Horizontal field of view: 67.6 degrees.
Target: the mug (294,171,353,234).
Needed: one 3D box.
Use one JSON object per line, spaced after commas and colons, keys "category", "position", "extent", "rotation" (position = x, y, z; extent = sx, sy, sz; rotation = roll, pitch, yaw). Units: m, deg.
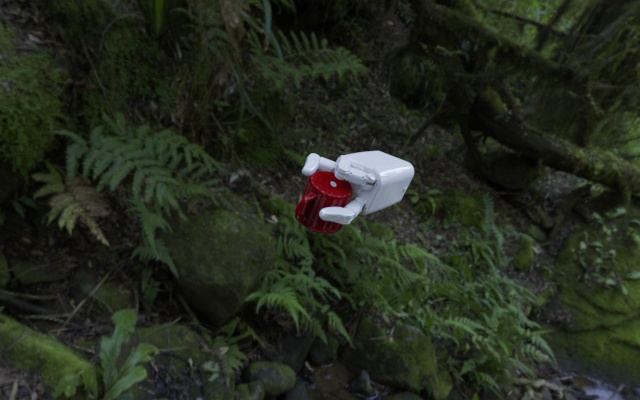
{"category": "mug", "position": [-0.001, 0.003, 0.858], "extent": [0.117, 0.081, 0.093], "rotation": [-17, 48, -42]}
